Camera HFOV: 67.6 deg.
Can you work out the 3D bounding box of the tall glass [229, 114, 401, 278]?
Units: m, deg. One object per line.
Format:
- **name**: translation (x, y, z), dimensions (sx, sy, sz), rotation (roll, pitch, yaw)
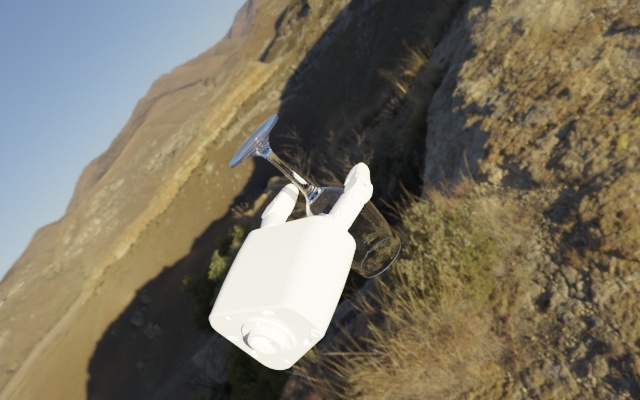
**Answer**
- **tall glass**: translation (0.000, 0.001, 0.525), dimensions (0.201, 0.079, 0.079), rotation (42, -16, -18)
